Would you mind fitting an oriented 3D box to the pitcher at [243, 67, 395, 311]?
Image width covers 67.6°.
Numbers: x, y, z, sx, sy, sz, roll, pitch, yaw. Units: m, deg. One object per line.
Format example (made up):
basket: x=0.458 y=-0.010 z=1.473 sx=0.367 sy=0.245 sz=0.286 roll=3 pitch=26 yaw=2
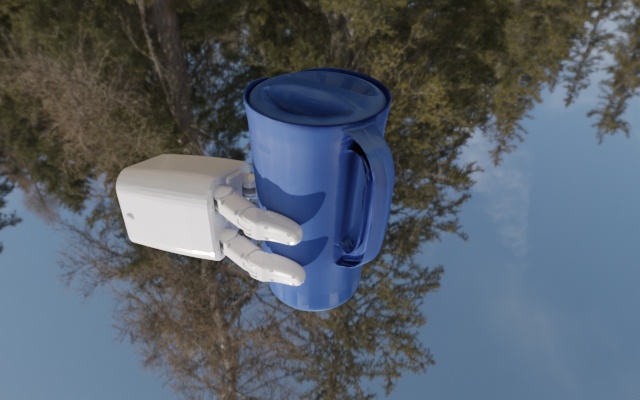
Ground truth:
pitcher: x=0.000 y=0.002 z=0.487 sx=0.145 sy=0.243 sz=0.149 roll=8 pitch=36 yaw=9
